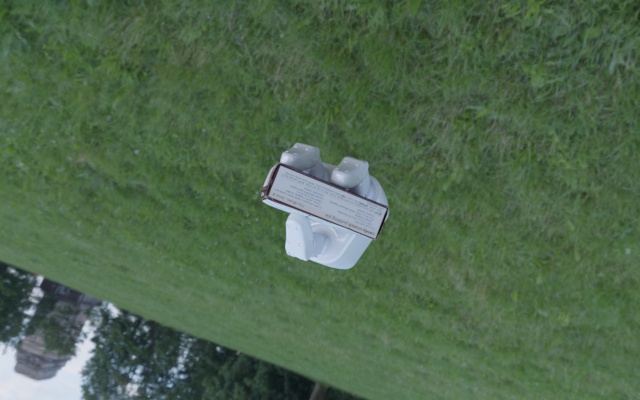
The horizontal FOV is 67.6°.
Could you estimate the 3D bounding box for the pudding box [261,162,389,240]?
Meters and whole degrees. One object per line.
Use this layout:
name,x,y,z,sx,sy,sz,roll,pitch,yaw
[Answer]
pudding box,0.000,0.002,0.468,0.113,0.039,0.090,20,-5,-9
